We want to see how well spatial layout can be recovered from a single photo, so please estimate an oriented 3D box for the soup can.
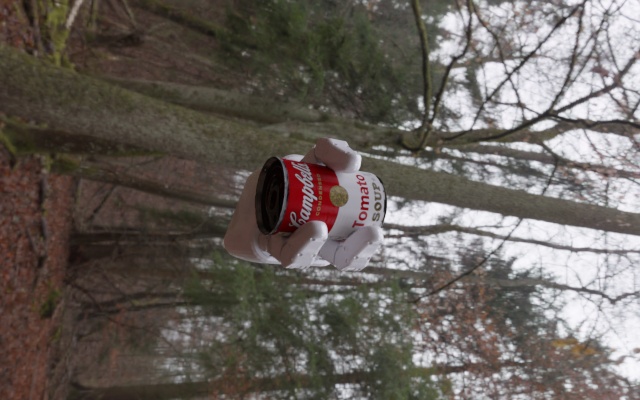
[{"bbox_3d":[0.001,0.001,0.431,0.102,0.068,0.068,7,-3,-27],"label":"soup can"}]
